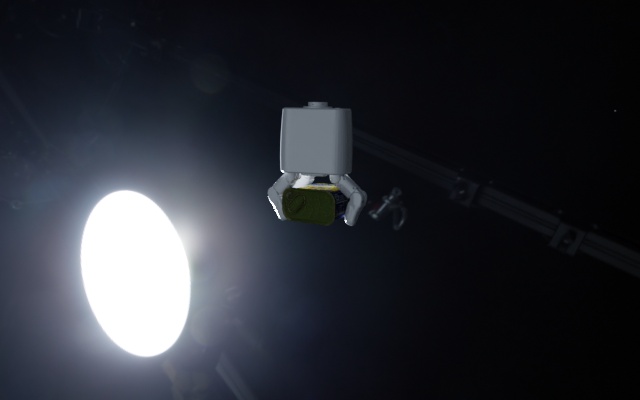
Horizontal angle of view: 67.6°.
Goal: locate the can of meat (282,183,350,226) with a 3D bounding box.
[{"bbox_3d":[0.000,0.003,0.808,0.102,0.057,0.084,6,12,31],"label":"can of meat"}]
